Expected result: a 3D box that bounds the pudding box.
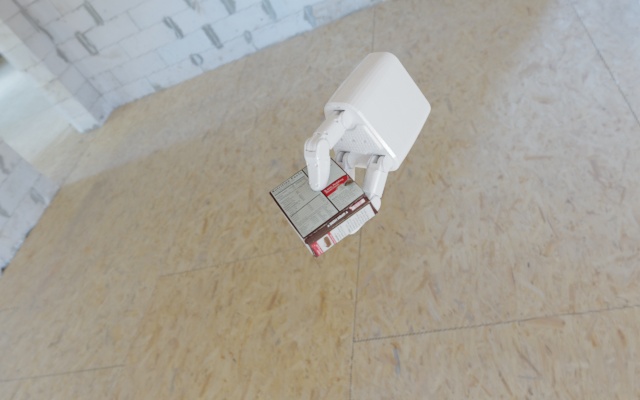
[{"bbox_3d":[0.000,0.002,0.566,0.090,0.039,0.113,-36,39,-3],"label":"pudding box"}]
